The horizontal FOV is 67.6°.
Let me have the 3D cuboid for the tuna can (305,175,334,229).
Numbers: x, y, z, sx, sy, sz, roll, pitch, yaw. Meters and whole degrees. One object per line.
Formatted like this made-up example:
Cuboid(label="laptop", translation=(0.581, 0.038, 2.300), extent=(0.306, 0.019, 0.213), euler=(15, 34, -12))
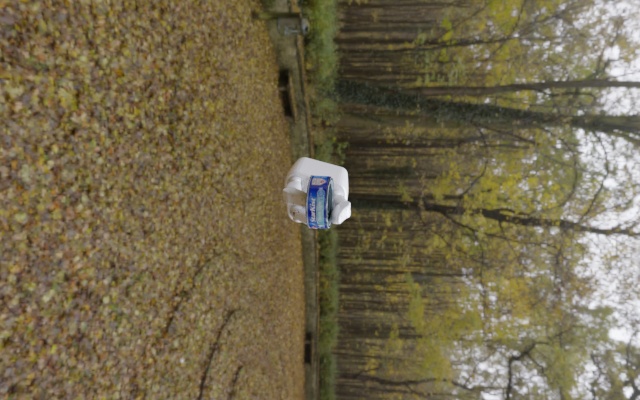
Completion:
Cuboid(label="tuna can", translation=(0.001, 0.003, 0.766), extent=(0.034, 0.086, 0.086), euler=(3, 0, 9))
